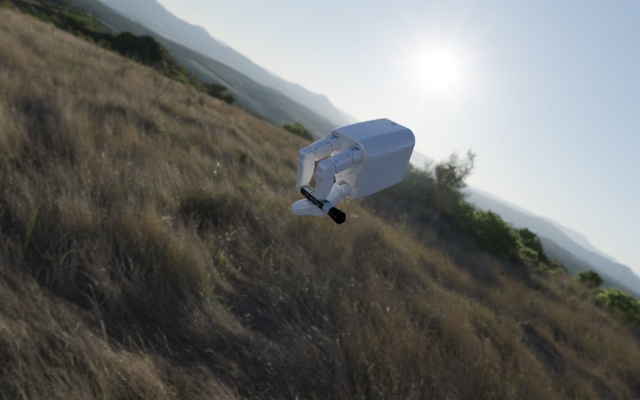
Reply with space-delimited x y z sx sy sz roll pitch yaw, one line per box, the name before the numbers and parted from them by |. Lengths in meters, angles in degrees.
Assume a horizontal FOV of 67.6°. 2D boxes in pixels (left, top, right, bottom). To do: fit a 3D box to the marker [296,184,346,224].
marker | 0.000 0.002 0.726 0.020 0.020 0.121 0 26 -37
